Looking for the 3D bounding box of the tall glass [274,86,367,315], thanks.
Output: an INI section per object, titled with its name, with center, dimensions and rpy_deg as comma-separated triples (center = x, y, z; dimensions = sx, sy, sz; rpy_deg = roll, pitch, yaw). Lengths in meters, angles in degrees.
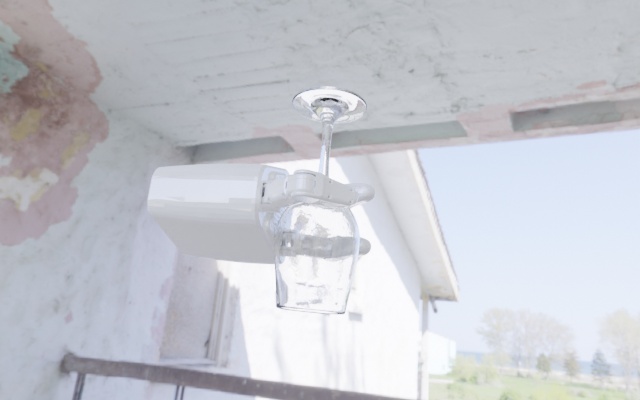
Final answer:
[tall glass]
center = 0.000, 0.001, 0.445
dimensions = 0.079, 0.201, 0.079
rpy_deg = 5, -16, 1
